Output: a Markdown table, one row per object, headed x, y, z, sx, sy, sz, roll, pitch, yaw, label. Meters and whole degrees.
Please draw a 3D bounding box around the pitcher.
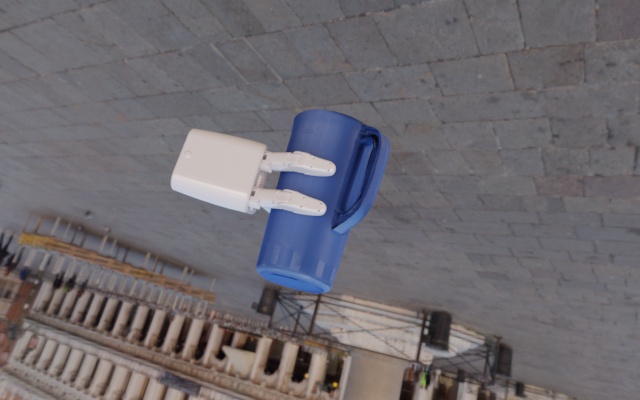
| x | y | z | sx | sy | sz | roll | pitch | yaw | label |
| --- | --- | --- | --- | --- | --- | --- | --- | --- | --- |
| 0.000 | 0.002 | 0.678 | 0.145 | 0.242 | 0.149 | 15 | -18 | 1 | pitcher |
